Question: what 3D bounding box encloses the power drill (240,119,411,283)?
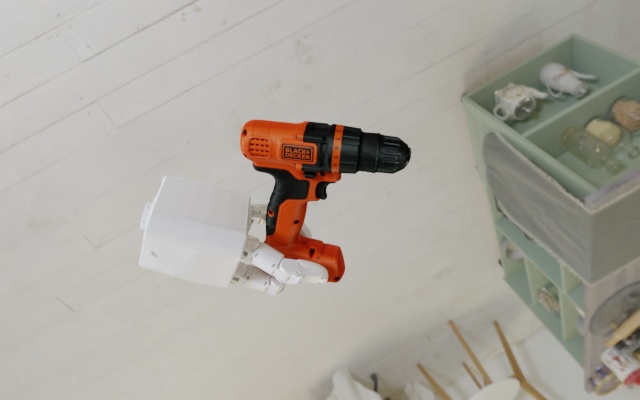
[{"bbox_3d":[0.000,0.002,0.548,0.184,0.188,0.057,8,26,6],"label":"power drill"}]
